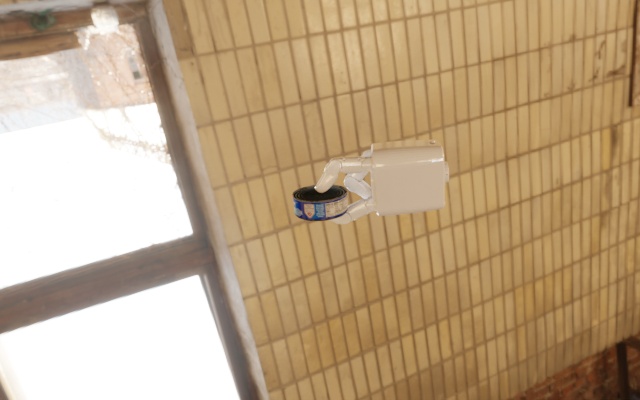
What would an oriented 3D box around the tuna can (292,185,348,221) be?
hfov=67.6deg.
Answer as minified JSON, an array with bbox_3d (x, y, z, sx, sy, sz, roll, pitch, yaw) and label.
[{"bbox_3d":[0.000,0.003,0.747,0.086,0.034,0.086,-4,18,1],"label":"tuna can"}]
